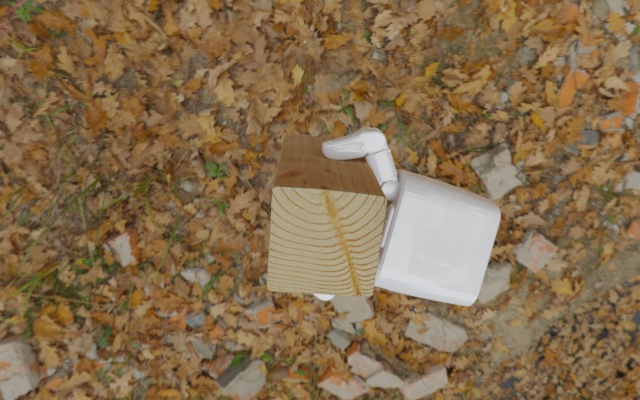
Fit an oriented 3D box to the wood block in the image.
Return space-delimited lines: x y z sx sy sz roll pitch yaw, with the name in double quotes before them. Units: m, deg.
"wood block" 0.001 0.001 0.471 0.090 0.091 0.206 5 18 -4
